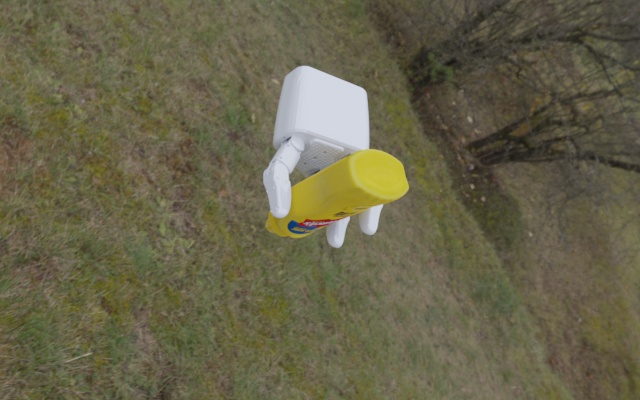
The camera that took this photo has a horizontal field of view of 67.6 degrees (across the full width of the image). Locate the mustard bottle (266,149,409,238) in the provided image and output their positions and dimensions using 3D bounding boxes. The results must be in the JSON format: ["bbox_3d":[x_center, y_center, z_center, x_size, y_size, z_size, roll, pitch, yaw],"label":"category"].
[{"bbox_3d":[0.000,0.002,0.557,0.096,0.058,0.192,-1,-18,-46],"label":"mustard bottle"}]
